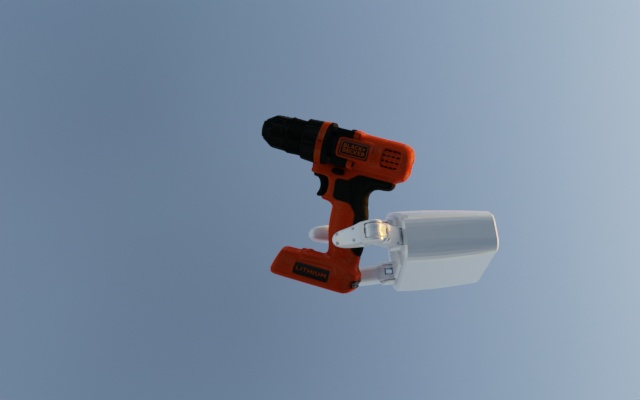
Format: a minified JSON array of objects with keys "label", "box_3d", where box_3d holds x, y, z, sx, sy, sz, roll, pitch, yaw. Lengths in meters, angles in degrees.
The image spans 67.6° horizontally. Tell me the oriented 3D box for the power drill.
[{"label":"power drill","box_3d":[0.000,0.002,0.560,0.184,0.187,0.057,16,4,13]}]
